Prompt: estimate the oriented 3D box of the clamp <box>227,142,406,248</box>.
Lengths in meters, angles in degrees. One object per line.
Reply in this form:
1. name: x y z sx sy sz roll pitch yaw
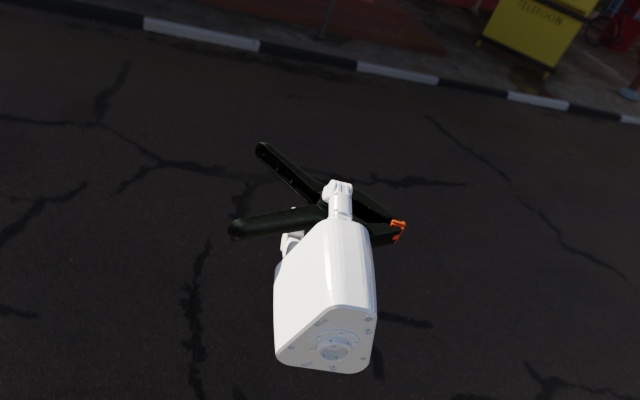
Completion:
1. clamp: 0.001 0.002 0.581 0.210 0.164 0.036 13 -48 -14
